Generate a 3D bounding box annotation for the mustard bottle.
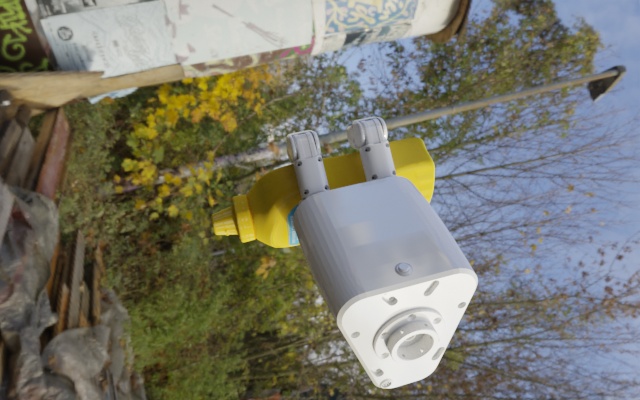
[{"bbox_3d":[0.000,0.001,0.426,0.191,0.058,0.096,-13,-29,-9],"label":"mustard bottle"}]
